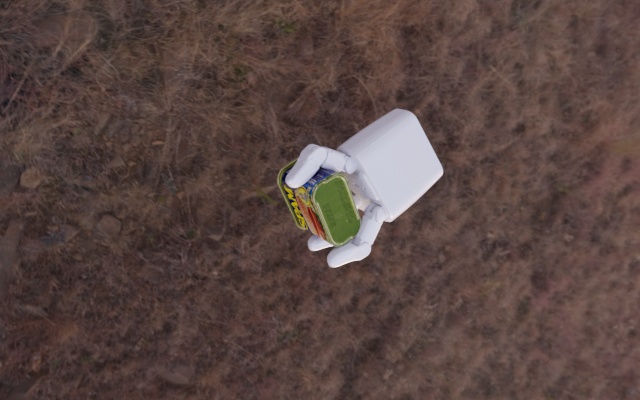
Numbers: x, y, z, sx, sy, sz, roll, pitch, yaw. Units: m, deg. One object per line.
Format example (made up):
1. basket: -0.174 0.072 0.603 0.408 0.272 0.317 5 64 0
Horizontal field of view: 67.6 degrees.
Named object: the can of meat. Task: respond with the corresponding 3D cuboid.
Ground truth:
1. can of meat: 0.000 0.002 0.613 0.057 0.102 0.084 -35 33 -21
